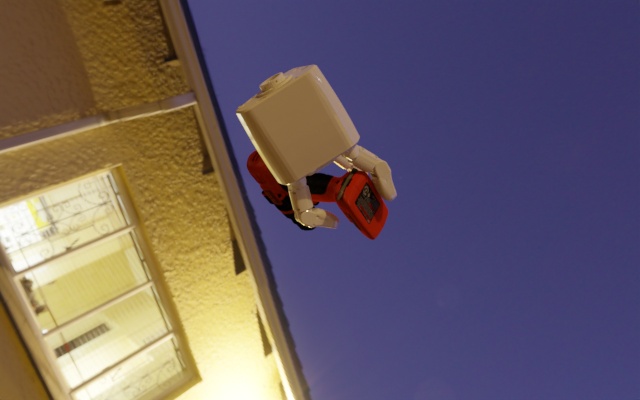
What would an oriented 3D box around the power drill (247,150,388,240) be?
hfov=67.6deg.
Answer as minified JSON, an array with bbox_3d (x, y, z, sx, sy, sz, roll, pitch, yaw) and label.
[{"bbox_3d":[0.000,0.002,0.694,0.187,0.057,0.184,11,-27,37],"label":"power drill"}]
